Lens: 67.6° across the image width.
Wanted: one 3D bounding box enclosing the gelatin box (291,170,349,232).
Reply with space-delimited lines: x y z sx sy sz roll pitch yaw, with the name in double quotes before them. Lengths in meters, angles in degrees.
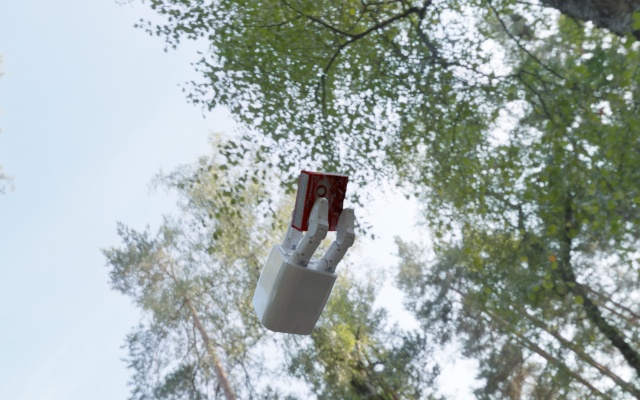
"gelatin box" 0.000 0.002 0.714 0.073 0.089 0.030 3 11 -35
